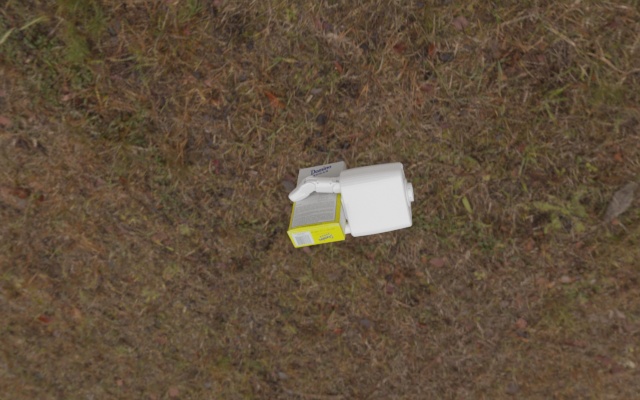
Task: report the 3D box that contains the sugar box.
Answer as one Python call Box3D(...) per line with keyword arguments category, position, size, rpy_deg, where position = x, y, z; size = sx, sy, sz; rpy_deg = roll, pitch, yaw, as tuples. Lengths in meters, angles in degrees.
Box3D(category="sugar box", position=(0.000, 0.003, 0.863), size=(0.093, 0.048, 0.176), rpy_deg=(-9, 36, 15))
